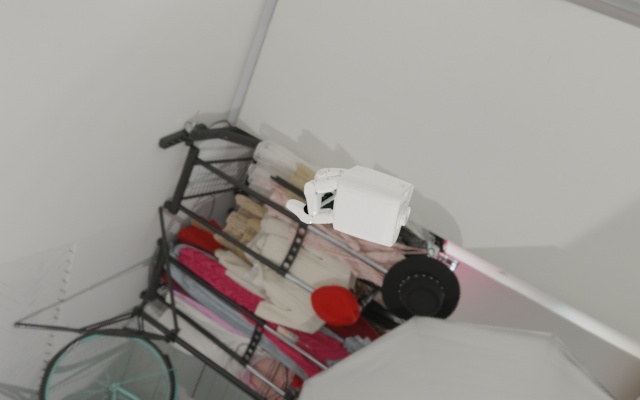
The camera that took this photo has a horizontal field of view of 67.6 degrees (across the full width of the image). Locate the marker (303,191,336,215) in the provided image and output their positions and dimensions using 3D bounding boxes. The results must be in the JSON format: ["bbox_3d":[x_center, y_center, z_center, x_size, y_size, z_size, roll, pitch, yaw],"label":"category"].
[{"bbox_3d":[0.000,0.003,0.880,0.020,0.020,0.121,0,14,24],"label":"marker"}]
